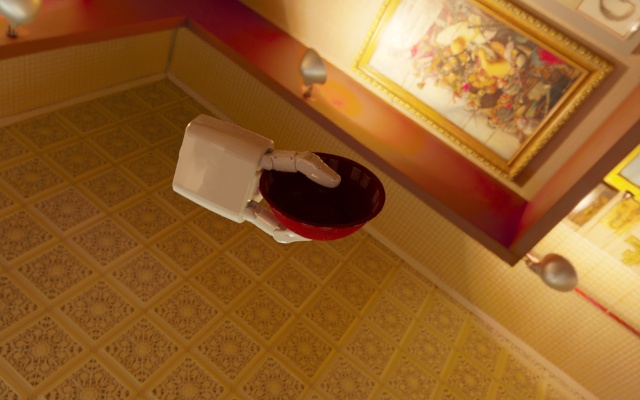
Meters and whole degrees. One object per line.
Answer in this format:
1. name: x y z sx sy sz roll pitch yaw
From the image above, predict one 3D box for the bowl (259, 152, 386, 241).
1. bowl: 0.001 0.003 0.619 0.162 0.055 0.162 5 37 -4
